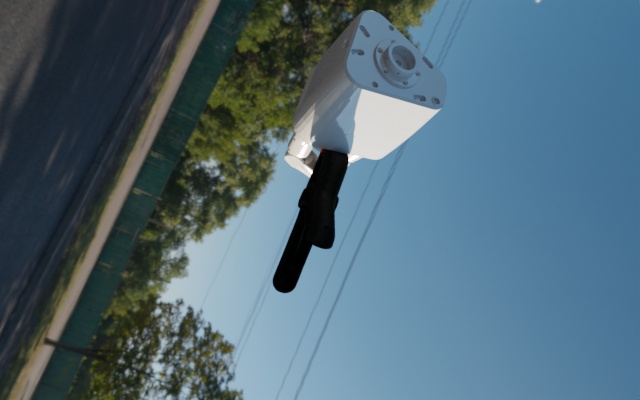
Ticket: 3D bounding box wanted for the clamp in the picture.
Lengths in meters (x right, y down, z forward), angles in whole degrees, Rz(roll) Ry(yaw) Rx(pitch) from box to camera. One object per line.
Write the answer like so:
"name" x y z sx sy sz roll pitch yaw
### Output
"clamp" 0.001 0.002 0.477 0.039 0.171 0.120 24 -29 -16
